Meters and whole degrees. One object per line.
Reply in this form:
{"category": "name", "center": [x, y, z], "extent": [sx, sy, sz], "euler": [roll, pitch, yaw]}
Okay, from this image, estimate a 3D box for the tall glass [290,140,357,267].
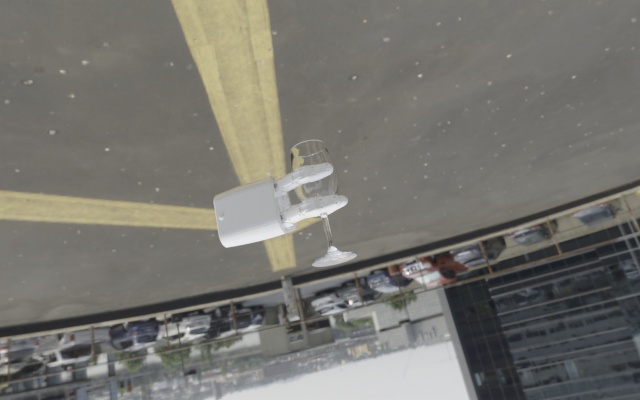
{"category": "tall glass", "center": [0.000, 0.003, 0.788], "extent": [0.079, 0.201, 0.079], "euler": [-12, -18, -4]}
